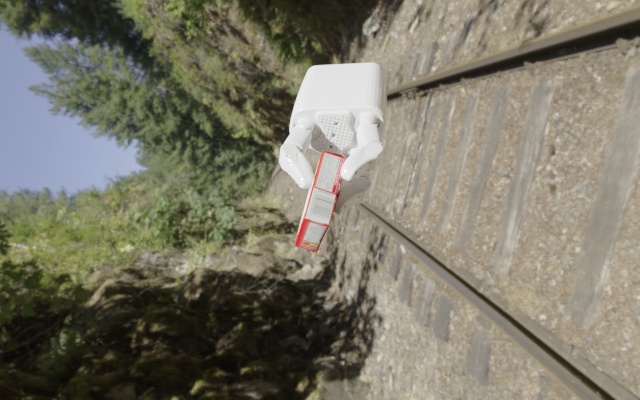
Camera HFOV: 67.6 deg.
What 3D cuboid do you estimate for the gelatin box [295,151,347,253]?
[{"bbox_3d":[0.000,0.002,0.523,0.030,0.089,0.073,17,-30,-3],"label":"gelatin box"}]
